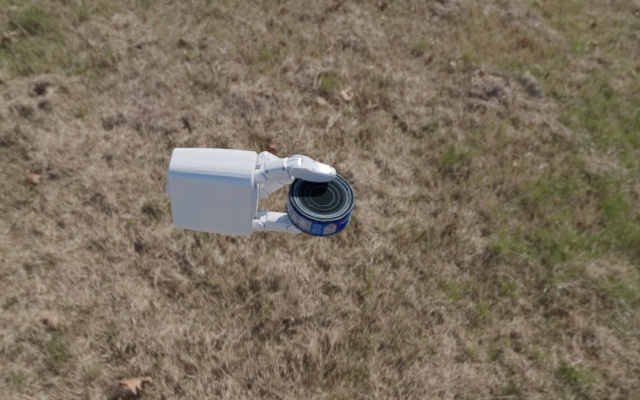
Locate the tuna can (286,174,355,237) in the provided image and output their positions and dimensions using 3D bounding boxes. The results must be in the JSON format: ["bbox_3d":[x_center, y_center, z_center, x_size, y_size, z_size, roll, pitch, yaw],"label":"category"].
[{"bbox_3d":[0.000,0.002,0.609,0.086,0.086,0.034,0,-37,-11],"label":"tuna can"}]
